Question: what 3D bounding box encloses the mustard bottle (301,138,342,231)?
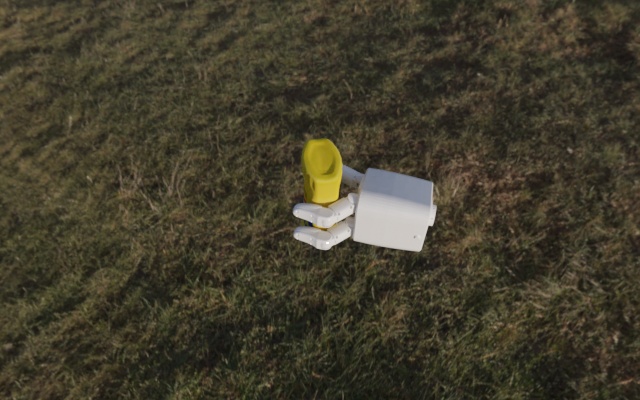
[{"bbox_3d":[0.000,0.002,0.752,0.058,0.096,0.192,-7,-41,-8],"label":"mustard bottle"}]
